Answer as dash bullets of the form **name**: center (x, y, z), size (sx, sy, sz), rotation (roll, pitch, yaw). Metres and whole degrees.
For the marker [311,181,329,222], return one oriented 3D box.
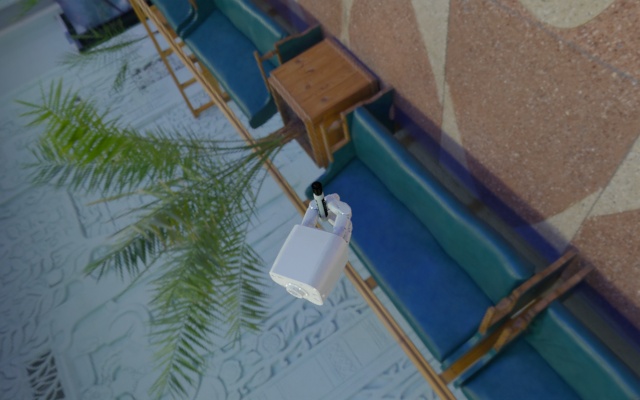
- **marker**: center (0.000, 0.003, 0.873), size (0.020, 0.020, 0.121), rotation (0, -31, 8)
